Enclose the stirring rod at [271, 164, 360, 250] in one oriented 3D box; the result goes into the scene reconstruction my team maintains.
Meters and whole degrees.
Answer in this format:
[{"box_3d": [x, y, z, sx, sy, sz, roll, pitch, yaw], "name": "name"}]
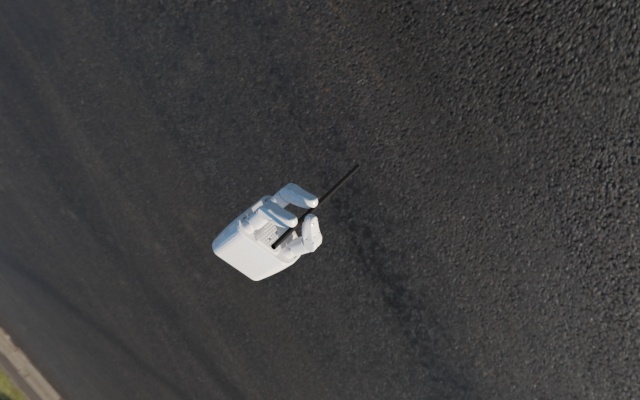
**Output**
[{"box_3d": [0.000, 0.002, 0.721, 0.011, 0.011, 0.239, 0, 30, 38], "name": "stirring rod"}]
